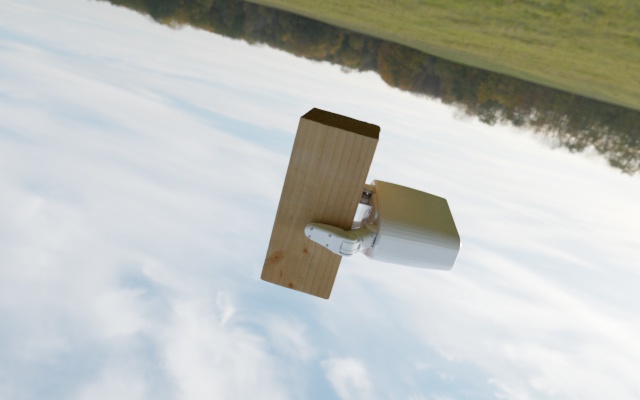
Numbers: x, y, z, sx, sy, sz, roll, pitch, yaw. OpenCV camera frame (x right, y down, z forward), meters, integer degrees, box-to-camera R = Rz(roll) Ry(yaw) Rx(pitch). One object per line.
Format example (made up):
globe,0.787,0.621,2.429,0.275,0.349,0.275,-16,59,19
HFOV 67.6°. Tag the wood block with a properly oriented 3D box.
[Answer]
wood block,0.000,0.002,0.585,0.090,0.206,0.090,17,19,3
